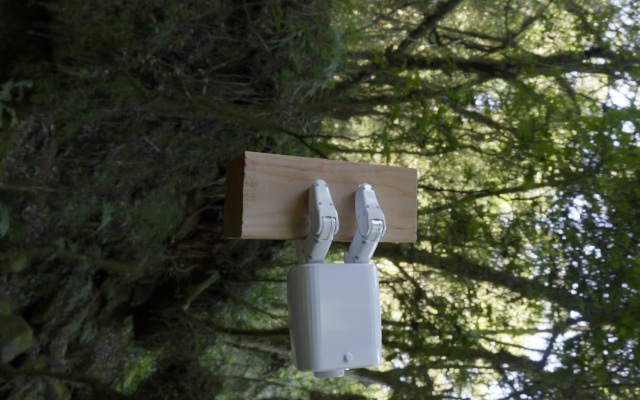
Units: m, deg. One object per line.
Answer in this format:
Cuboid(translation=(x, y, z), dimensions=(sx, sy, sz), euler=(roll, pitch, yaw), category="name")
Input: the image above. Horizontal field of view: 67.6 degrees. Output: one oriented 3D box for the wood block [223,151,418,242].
Cuboid(translation=(0.000, 0.002, 0.554), dimensions=(0.206, 0.090, 0.091), euler=(4, -6, -23), category="wood block")
